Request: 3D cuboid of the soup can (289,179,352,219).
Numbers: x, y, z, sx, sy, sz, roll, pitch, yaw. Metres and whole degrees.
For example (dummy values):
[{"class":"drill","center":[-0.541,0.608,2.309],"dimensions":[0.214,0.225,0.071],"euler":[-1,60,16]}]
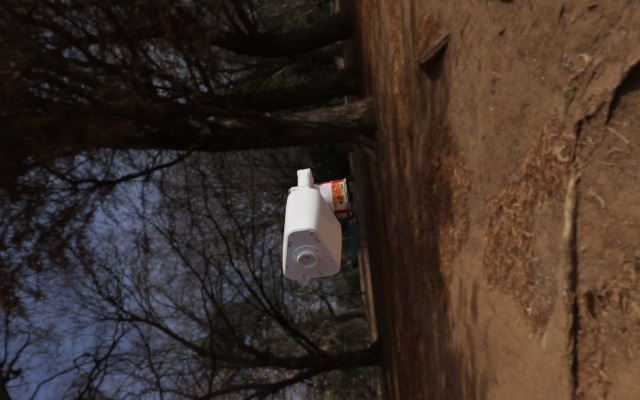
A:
[{"class":"soup can","center":[0.000,0.002,0.850],"dimensions":[0.102,0.068,0.068],"euler":[-9,-1,7]}]
